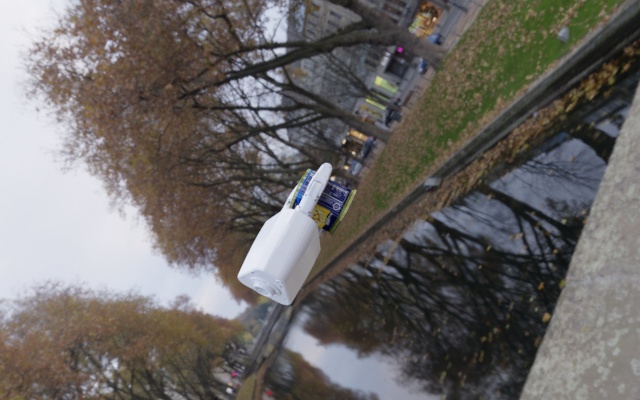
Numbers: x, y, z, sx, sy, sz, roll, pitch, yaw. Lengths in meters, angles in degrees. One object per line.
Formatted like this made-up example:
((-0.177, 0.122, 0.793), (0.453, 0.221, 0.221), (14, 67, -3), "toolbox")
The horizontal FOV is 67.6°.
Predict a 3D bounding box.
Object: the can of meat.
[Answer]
((0.000, 0.002, 0.761), (0.084, 0.057, 0.102), (27, -25, 0), "can of meat")
